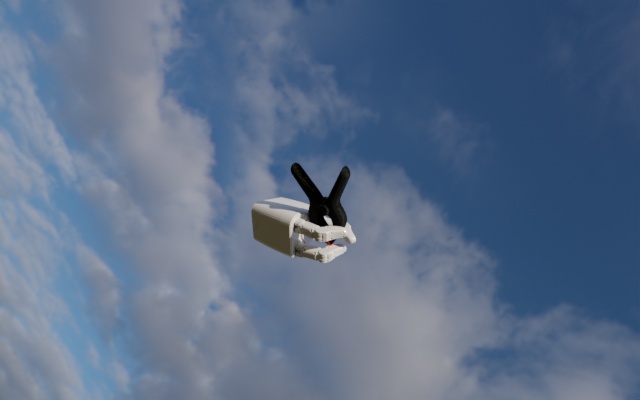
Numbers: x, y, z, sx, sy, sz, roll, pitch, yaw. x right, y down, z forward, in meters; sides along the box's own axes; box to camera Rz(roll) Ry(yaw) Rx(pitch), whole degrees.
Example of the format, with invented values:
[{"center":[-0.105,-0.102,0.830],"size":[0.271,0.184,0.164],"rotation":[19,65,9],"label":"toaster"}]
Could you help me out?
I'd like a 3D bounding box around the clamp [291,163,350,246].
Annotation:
[{"center":[0.001,0.003,0.899],"size":[0.120,0.172,0.039],"rotation":[18,34,30],"label":"clamp"}]
